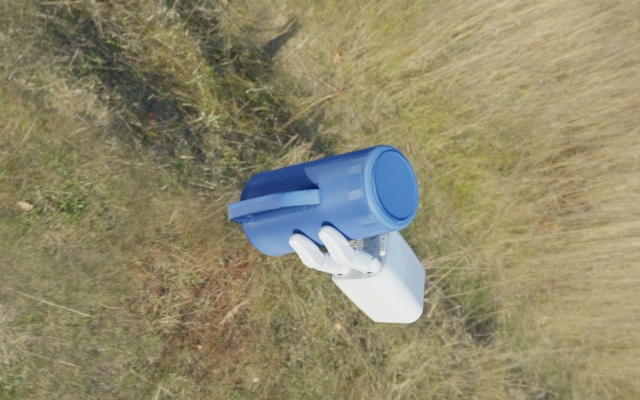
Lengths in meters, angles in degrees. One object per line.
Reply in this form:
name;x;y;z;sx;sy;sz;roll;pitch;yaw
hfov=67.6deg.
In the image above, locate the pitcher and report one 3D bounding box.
pitcher;0.000;0.002;0.655;0.243;0.145;0.149;-13;34;44
